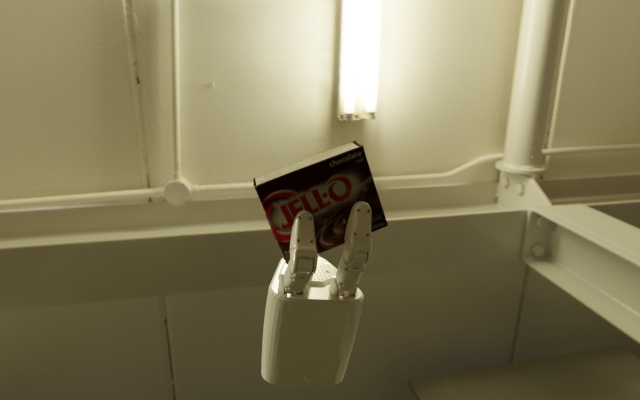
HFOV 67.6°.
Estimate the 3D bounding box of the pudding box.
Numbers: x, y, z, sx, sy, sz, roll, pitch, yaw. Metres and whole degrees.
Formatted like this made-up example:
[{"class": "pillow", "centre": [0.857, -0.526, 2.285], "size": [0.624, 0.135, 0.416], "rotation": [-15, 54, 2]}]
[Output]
[{"class": "pudding box", "centre": [0.000, 0.002, 0.477], "size": [0.113, 0.090, 0.039], "rotation": [-22, 22, -5]}]
